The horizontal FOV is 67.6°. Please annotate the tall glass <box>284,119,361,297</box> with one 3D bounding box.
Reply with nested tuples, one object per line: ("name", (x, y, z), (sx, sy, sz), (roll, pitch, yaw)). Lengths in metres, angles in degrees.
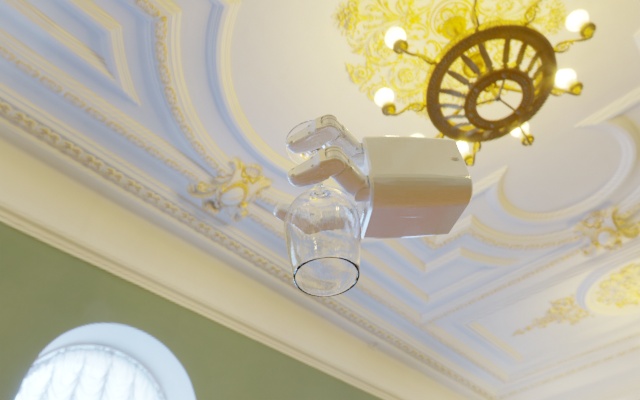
("tall glass", (0.000, 0.001, 0.510), (0.079, 0.079, 0.200), (-2, 45, -2))
